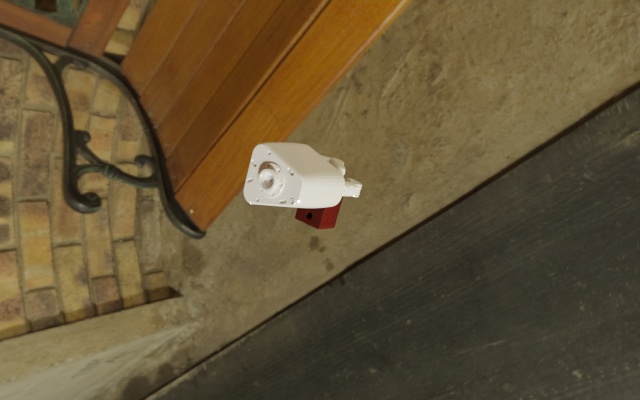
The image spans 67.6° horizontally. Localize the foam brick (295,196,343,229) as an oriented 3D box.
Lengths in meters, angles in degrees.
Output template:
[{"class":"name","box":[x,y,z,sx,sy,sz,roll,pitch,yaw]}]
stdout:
[{"class":"foam brick","box":[0.000,0.003,0.791,0.053,0.078,0.051,23,15,30]}]
